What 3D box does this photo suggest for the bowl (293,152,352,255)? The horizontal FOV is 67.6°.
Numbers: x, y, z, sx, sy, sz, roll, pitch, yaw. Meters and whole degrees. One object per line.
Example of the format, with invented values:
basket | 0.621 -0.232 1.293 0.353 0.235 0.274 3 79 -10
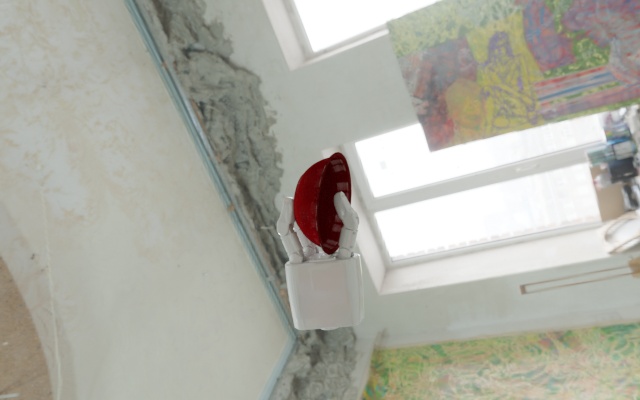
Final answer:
bowl | 0.000 0.001 0.758 0.055 0.162 0.162 6 2 21
